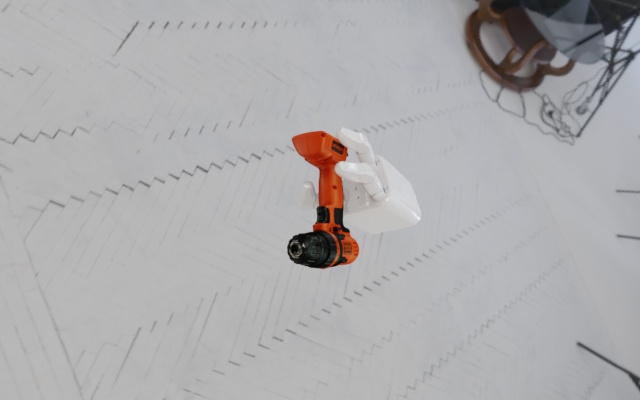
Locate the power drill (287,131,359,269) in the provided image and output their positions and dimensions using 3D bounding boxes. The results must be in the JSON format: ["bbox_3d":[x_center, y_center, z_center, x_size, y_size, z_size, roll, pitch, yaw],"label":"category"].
[{"bbox_3d":[0.000,0.002,0.673,0.057,0.187,0.184,-6,-9,21],"label":"power drill"}]
